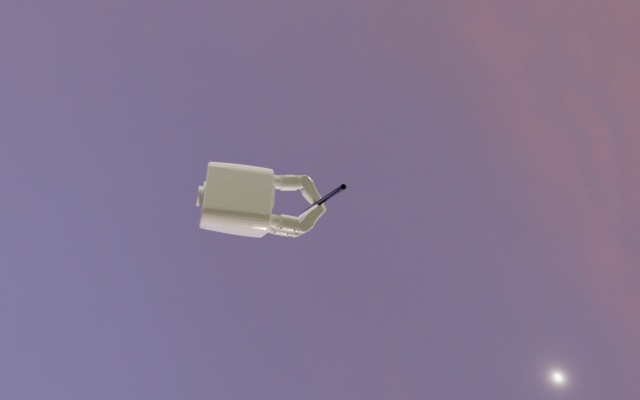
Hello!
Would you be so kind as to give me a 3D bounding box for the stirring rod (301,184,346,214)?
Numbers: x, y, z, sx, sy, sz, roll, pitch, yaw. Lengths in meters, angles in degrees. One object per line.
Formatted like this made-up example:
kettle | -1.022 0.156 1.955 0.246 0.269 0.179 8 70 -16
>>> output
stirring rod | 0.000 0.002 0.769 0.011 0.011 0.239 0 -10 -15
